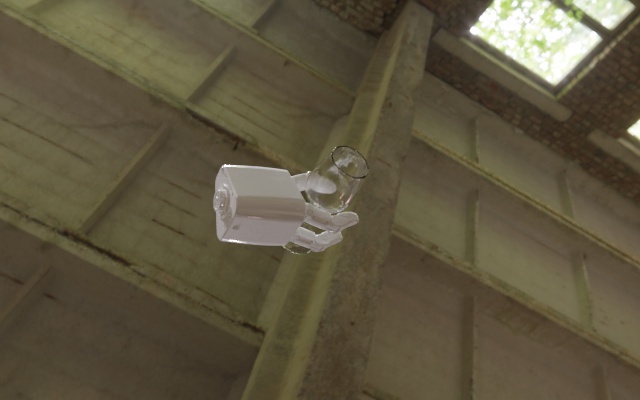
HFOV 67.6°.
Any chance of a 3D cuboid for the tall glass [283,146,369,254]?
[{"bbox_3d":[0.000,0.003,0.758,0.079,0.079,0.201,0,-36,-33],"label":"tall glass"}]
